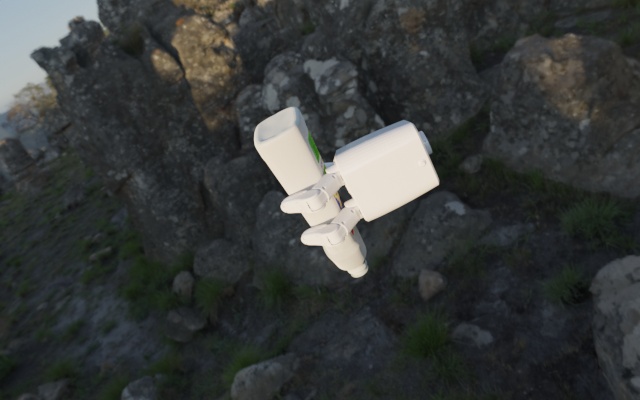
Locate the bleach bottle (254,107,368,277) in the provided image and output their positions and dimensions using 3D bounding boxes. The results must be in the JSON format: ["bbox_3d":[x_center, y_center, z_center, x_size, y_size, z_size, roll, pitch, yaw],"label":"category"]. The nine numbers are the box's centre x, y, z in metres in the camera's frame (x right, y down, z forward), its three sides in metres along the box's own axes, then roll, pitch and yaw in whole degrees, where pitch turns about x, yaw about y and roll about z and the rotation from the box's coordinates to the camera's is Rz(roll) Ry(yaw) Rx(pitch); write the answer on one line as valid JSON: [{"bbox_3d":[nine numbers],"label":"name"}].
[{"bbox_3d":[0.000,0.002,0.654,0.068,0.251,0.102,-27,27,7],"label":"bleach bottle"}]
